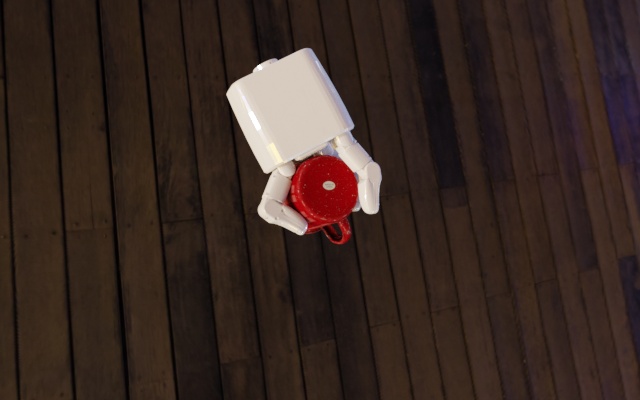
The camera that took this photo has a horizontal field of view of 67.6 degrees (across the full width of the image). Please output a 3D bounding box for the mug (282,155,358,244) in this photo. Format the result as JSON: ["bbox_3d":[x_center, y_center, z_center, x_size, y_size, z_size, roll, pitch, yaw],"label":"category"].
[{"bbox_3d":[0.001,0.003,0.586,0.093,0.117,0.081,-30,4,-24],"label":"mug"}]
